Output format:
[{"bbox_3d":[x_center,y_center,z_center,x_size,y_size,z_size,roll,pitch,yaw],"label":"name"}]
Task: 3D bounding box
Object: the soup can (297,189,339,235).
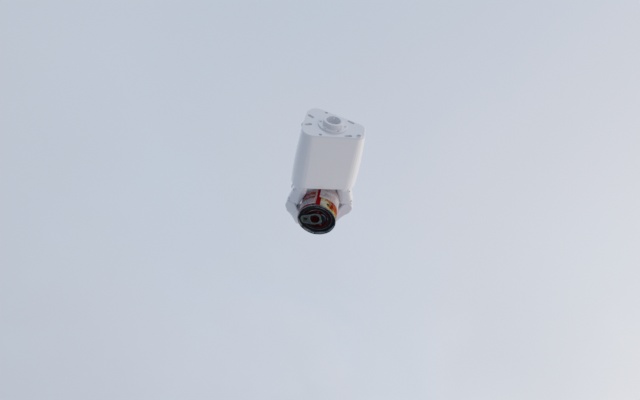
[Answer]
[{"bbox_3d":[0.000,0.003,0.866,0.068,0.069,0.102,0,39,11],"label":"soup can"}]
